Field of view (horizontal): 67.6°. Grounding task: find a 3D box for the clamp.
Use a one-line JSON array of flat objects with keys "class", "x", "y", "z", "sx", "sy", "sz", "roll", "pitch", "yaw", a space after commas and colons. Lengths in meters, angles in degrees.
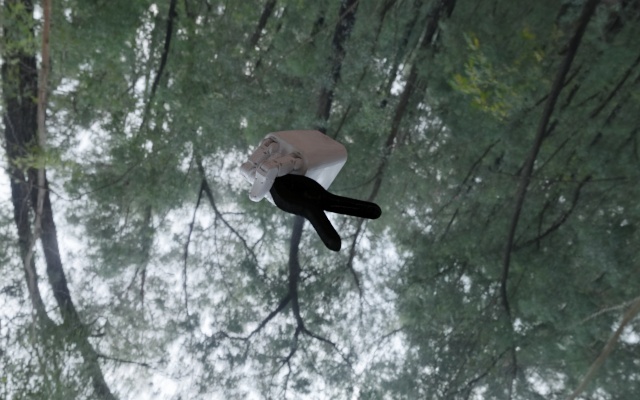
[{"class": "clamp", "x": 0.000, "y": 0.003, "z": 0.681, "sx": 0.171, "sy": 0.039, "sz": 0.120, "roll": 37, "pitch": 35, "yaw": 29}]
